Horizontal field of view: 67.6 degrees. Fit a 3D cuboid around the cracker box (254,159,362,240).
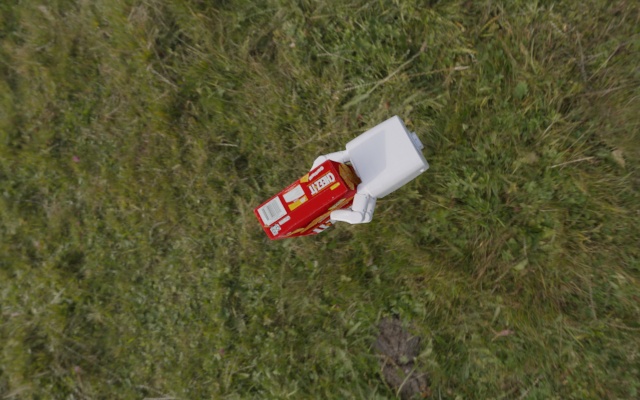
[{"bbox_3d":[0.000,0.003,0.886,0.164,0.072,0.214,-34,-12,16],"label":"cracker box"}]
